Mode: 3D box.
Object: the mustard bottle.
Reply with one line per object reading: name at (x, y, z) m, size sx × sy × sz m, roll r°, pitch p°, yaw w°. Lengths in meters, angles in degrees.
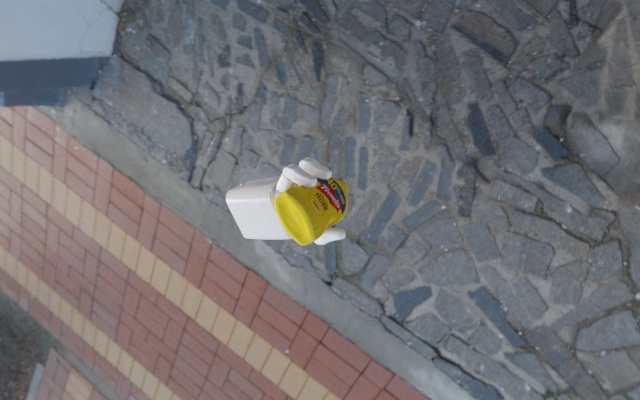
mustard bottle at (0.000, 0.003, 0.851) m, size 0.058 × 0.096 × 0.191 m, roll -32°, pitch 0°, yaw 33°
